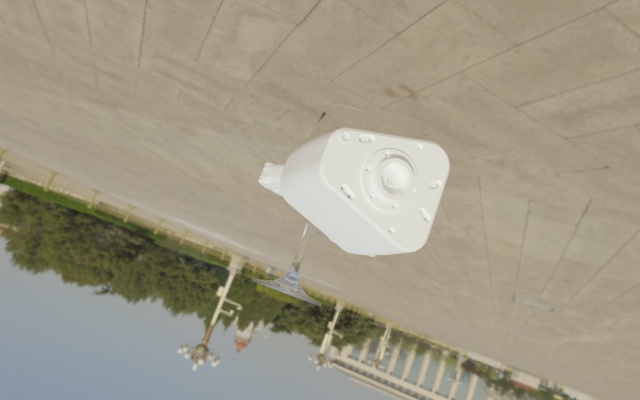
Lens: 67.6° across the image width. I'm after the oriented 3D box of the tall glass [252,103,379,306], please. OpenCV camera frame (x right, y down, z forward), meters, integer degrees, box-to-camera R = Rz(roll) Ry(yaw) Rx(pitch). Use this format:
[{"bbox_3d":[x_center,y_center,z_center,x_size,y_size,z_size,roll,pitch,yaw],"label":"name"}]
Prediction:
[{"bbox_3d":[0.000,0.002,0.498,0.079,0.201,0.079,20,-11,4],"label":"tall glass"}]
